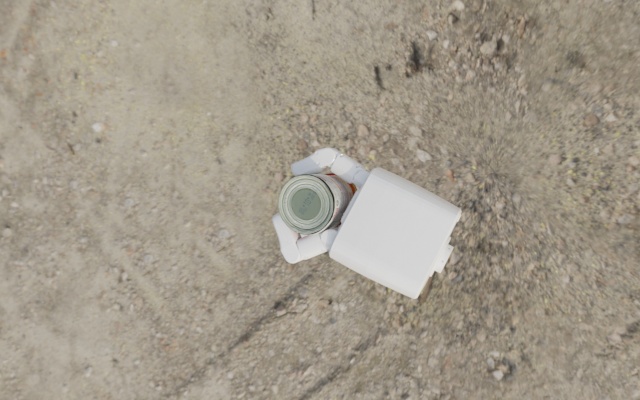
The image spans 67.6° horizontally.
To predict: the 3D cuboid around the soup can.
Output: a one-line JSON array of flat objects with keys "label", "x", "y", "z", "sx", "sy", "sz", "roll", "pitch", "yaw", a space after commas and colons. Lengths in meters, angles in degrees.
[{"label": "soup can", "x": 0.000, "y": 0.002, "z": 0.562, "sx": 0.068, "sy": 0.068, "sz": 0.102, "roll": 0, "pitch": 3, "yaw": 20}]
